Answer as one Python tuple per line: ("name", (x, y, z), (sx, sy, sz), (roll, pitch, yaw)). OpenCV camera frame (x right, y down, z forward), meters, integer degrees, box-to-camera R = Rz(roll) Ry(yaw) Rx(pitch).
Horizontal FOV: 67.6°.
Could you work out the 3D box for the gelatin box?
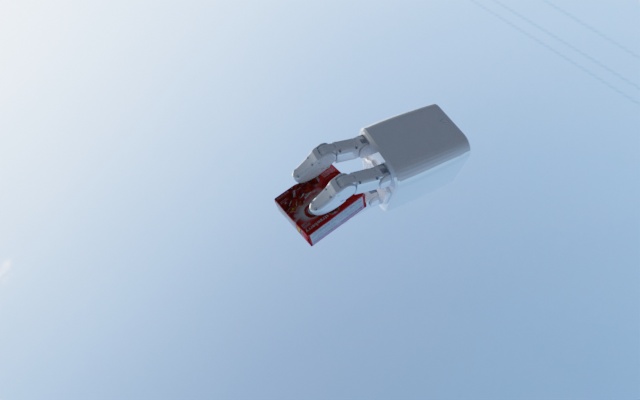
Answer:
("gelatin box", (0.000, 0.002, 0.587), (0.089, 0.073, 0.030), (-36, -33, -13))
